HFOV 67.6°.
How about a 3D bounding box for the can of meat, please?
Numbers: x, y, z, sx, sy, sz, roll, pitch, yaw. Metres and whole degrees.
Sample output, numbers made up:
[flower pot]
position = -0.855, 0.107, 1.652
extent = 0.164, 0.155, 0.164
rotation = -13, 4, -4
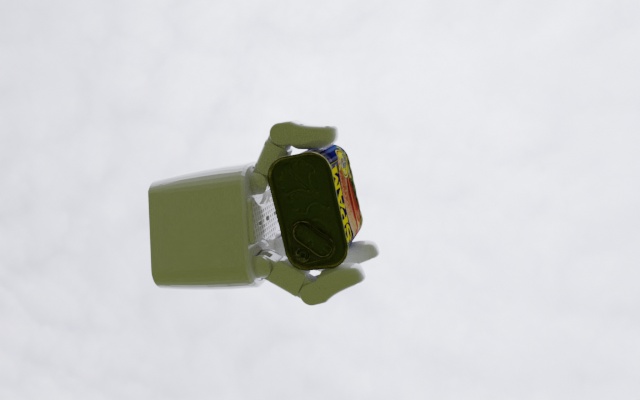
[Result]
[can of meat]
position = 0.000, 0.001, 0.440
extent = 0.057, 0.102, 0.084
rotation = -10, 11, 18
